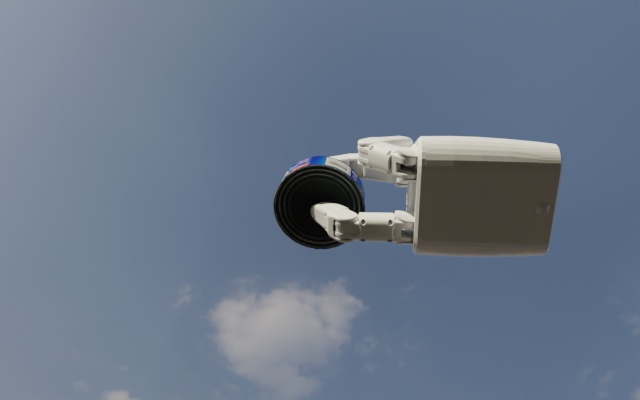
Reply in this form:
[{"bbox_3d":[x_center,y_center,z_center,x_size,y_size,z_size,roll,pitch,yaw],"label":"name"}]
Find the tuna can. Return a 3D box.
[{"bbox_3d":[0.000,0.001,0.458,0.086,0.086,0.033,0,23,6],"label":"tuna can"}]
